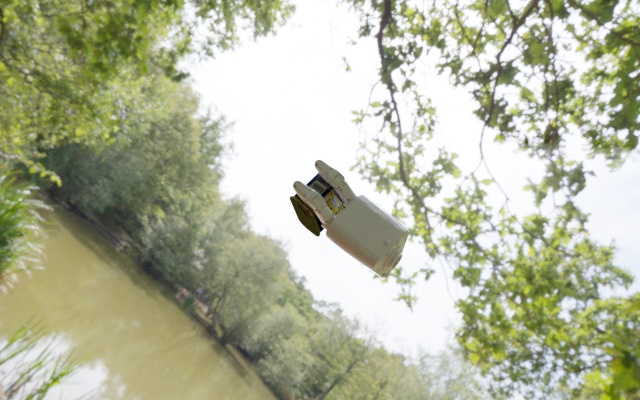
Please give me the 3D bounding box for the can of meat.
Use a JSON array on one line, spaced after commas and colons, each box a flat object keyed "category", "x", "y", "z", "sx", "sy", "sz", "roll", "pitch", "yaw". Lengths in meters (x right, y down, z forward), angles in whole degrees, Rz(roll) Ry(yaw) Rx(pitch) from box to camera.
[{"category": "can of meat", "x": 0.000, "y": 0.003, "z": 0.850, "sx": 0.057, "sy": 0.084, "sz": 0.102, "roll": 36, "pitch": -19, "yaw": 30}]
